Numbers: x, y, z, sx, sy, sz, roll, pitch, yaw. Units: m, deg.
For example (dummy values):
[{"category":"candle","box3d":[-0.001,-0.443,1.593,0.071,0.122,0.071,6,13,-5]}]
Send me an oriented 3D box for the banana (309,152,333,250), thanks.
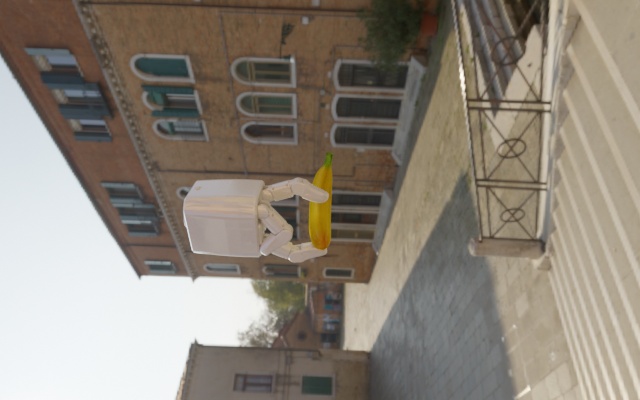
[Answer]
[{"category":"banana","box3d":[0.000,0.012,0.775,0.037,0.197,0.070,2,-40,1]}]
